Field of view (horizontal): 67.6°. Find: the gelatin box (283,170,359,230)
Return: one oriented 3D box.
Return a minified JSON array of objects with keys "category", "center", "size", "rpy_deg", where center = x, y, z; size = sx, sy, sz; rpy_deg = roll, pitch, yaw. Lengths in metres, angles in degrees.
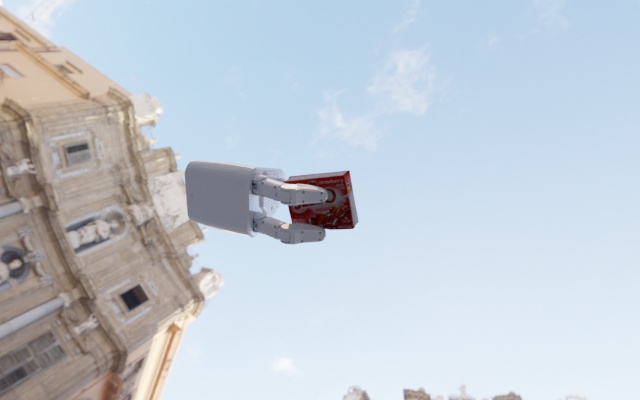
[{"category":"gelatin box","center":[0.001,0.002,0.630],"size":[0.089,0.073,0.030],"rpy_deg":[-4,17,22]}]
